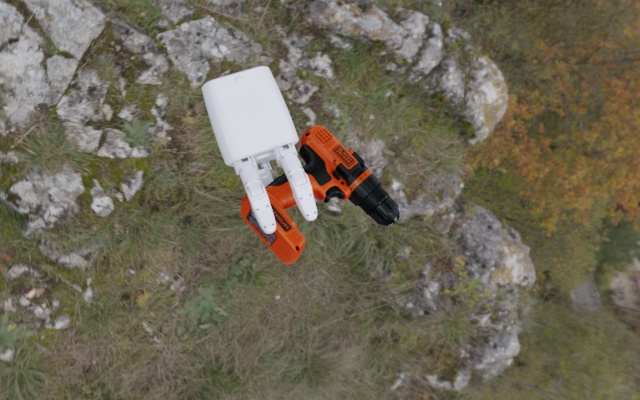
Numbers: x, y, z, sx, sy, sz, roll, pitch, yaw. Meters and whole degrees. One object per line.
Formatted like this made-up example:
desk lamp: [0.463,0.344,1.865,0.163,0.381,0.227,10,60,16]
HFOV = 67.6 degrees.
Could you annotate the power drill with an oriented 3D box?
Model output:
power drill: [0.000,0.002,0.656,0.187,0.184,0.057,-39,-9,-34]
